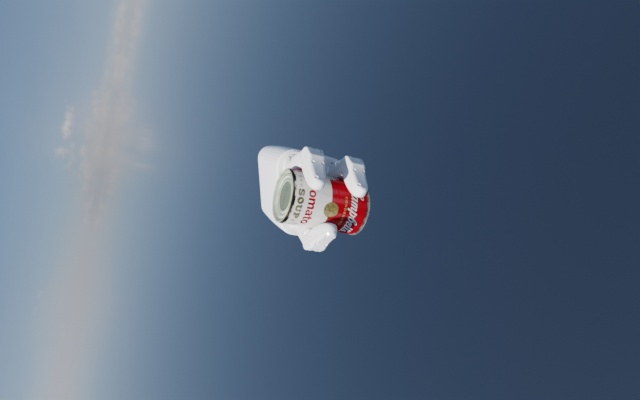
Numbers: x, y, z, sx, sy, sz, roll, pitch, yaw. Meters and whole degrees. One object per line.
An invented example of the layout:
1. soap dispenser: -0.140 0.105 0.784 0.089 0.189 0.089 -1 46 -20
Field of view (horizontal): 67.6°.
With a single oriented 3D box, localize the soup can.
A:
1. soup can: 0.000 0.002 0.584 0.102 0.068 0.068 10 -4 -25
